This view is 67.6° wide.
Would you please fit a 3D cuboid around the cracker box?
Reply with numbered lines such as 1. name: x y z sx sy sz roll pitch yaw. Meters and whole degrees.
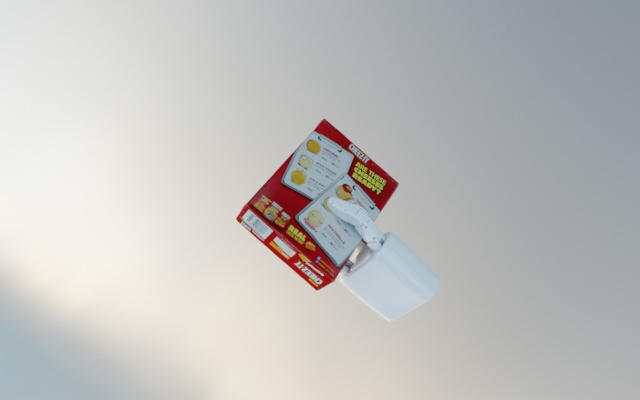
1. cracker box: 0.000 0.002 0.732 0.213 0.164 0.072 -52 5 -34
